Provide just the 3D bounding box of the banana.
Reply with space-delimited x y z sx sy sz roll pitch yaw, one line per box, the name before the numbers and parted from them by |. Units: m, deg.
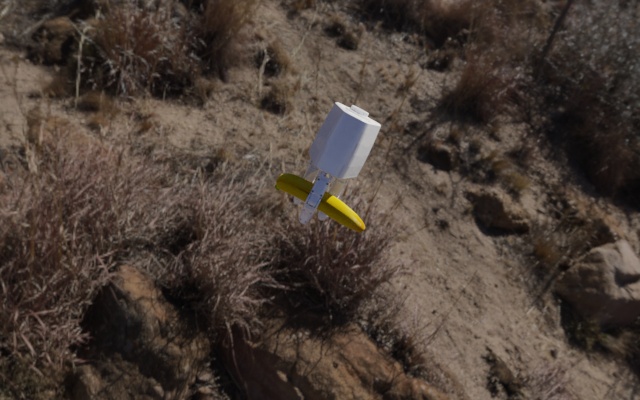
banana | -0.008 -0.004 0.848 0.197 0.037 0.070 29 -7 23
